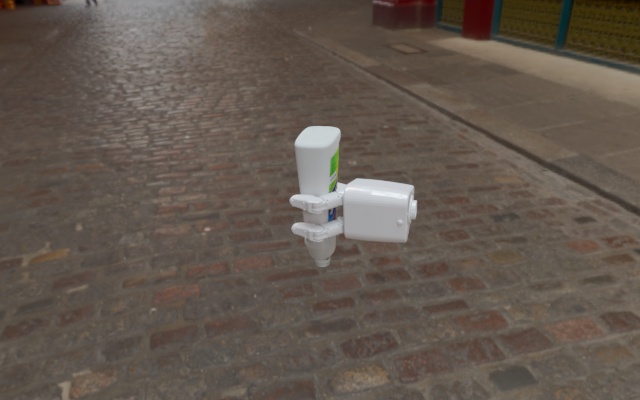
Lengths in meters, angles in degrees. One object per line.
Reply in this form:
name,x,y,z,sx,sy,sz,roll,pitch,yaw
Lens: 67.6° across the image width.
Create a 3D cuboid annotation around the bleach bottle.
bleach bottle,0.000,0.003,0.851,0.068,0.251,0.102,5,29,14
